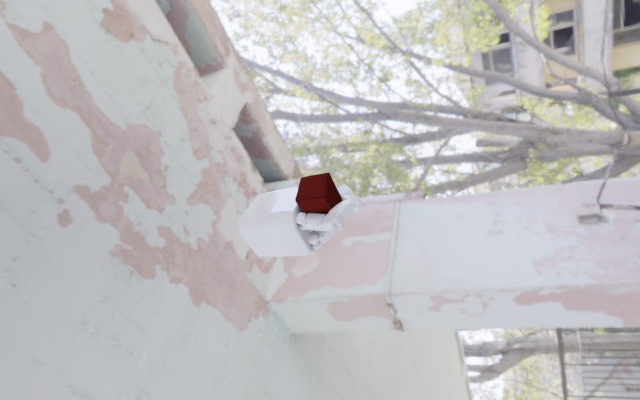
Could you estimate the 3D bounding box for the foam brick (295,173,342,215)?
[{"bbox_3d":[0.000,0.002,0.767,0.051,0.053,0.078,-6,-44,22],"label":"foam brick"}]
